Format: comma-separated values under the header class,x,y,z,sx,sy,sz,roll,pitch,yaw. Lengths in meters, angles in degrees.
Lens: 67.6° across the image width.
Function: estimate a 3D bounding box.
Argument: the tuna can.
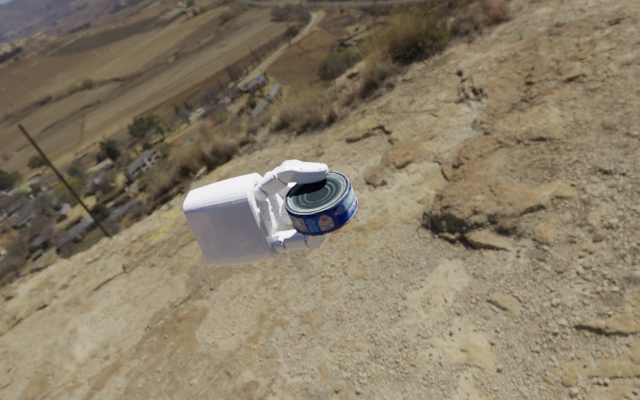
class,x,y,z,sx,sy,sz,roll,pitch,yaw
tuna can,0.000,0.001,0.578,0.086,0.034,0.086,-15,35,11
